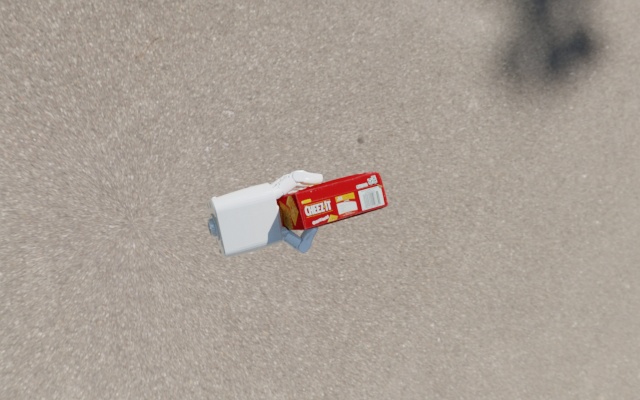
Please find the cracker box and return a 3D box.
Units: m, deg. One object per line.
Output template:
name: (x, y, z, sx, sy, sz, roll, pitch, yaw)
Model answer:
cracker box: (0.000, 0.003, 0.895, 0.164, 0.072, 0.214, -15, 3, -21)
